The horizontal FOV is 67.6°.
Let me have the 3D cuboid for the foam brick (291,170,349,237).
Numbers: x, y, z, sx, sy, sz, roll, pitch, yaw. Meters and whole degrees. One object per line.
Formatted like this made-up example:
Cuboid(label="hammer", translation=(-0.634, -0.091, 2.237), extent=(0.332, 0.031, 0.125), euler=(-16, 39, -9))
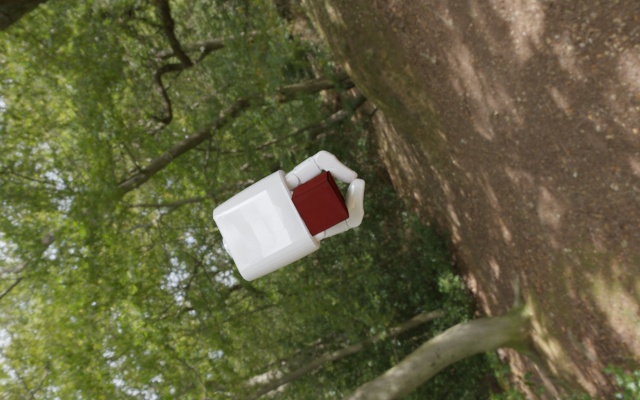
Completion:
Cuboid(label="foam brick", translation=(0.000, 0.002, 0.584), extent=(0.051, 0.053, 0.078), euler=(-27, 10, 6))
